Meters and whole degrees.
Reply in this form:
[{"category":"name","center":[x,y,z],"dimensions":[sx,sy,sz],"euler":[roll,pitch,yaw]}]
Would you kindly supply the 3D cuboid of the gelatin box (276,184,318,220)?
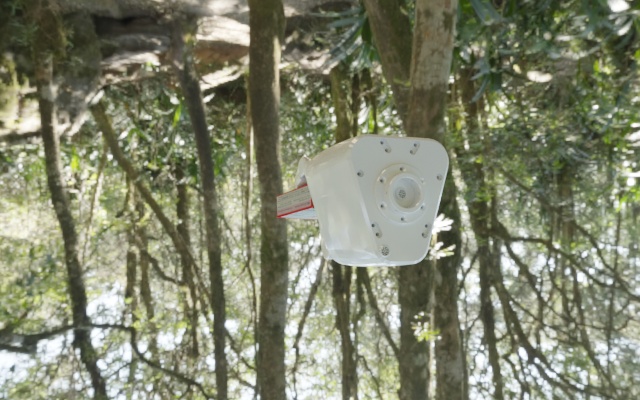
[{"category":"gelatin box","center":[0.000,0.002,0.555],"dimensions":[0.073,0.030,0.089],"euler":[3,-12,-31]}]
